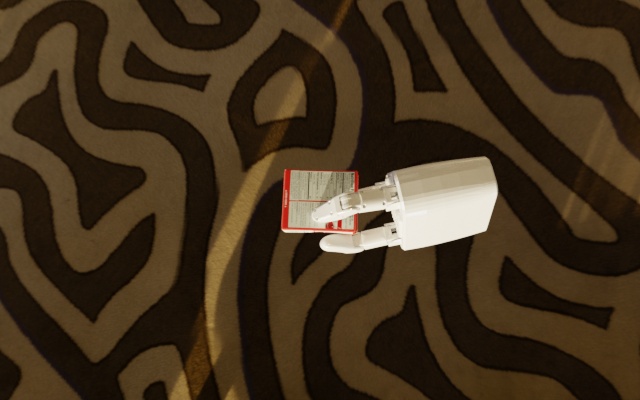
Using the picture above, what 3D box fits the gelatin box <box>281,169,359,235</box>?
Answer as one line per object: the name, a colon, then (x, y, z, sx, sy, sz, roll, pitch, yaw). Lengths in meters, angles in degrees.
gelatin box: (0.000, 0.002, 0.567, 0.089, 0.073, 0.030, 2, -10, 2)
